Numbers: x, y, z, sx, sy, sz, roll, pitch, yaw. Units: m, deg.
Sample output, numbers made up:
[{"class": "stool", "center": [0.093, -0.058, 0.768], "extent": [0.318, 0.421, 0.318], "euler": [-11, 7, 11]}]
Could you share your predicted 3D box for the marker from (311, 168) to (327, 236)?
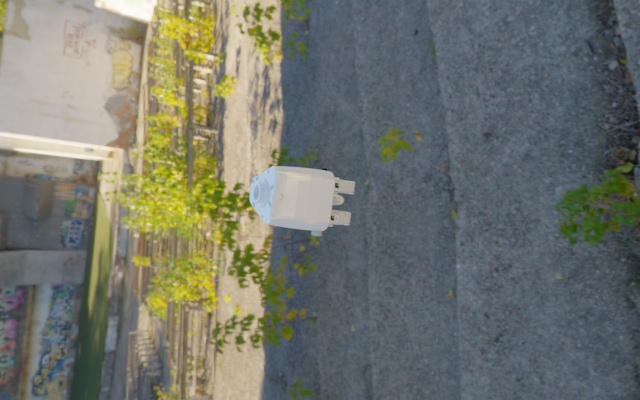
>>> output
[{"class": "marker", "center": [0.000, 0.003, 0.856], "extent": [0.020, 0.121, 0.020], "euler": [7, 2, 0]}]
